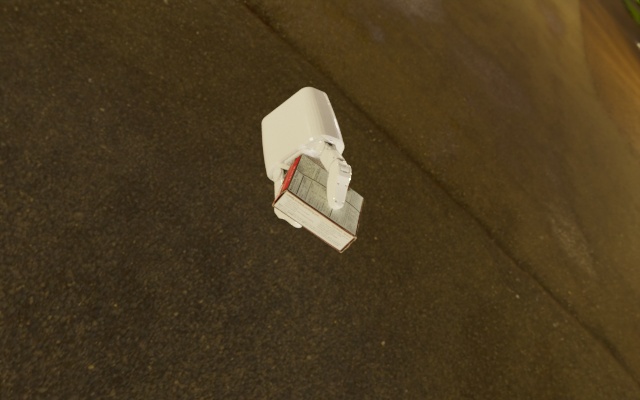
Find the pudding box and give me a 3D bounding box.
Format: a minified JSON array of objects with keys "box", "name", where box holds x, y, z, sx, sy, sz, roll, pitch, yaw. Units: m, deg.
[{"box":[0.000,0.002,0.629,0.113,0.039,0.090,34,37,-12],"name":"pudding box"}]
